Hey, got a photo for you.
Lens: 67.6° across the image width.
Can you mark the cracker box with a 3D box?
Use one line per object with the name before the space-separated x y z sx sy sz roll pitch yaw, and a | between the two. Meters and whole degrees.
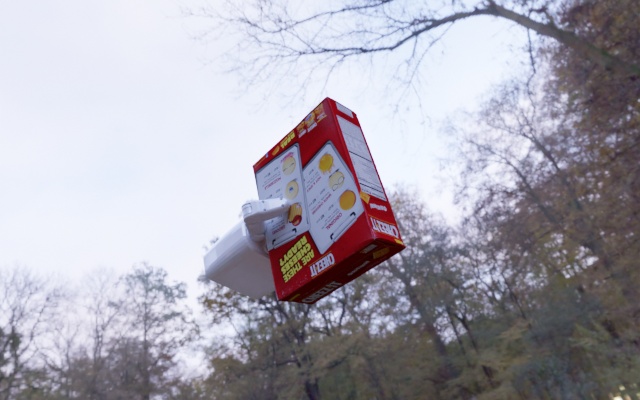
cracker box | 0.000 0.002 0.617 0.072 0.213 0.164 17 -44 -43
